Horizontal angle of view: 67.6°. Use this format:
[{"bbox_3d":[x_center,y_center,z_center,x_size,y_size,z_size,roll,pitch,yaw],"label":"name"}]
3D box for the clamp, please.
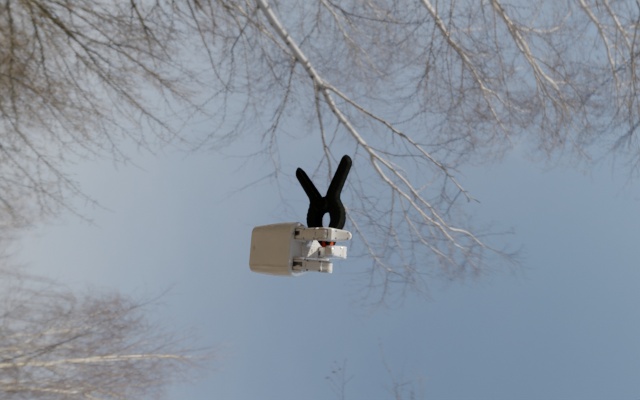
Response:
[{"bbox_3d":[0.001,0.003,0.882,0.120,0.171,0.039,-4,-15,40],"label":"clamp"}]
